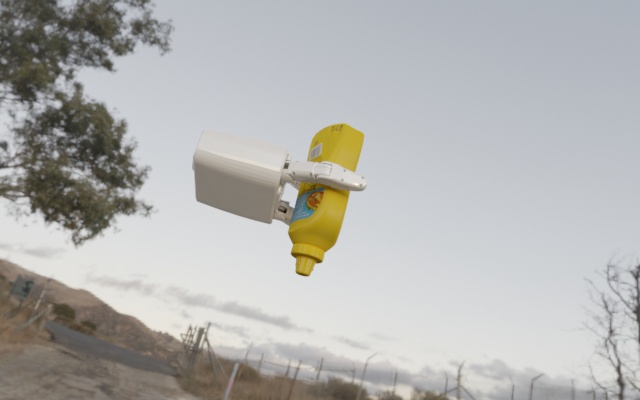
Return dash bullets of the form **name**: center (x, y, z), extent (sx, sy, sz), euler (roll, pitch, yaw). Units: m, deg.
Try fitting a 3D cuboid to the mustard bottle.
- **mustard bottle**: center (0.000, 0.002, 0.604), extent (0.058, 0.191, 0.096), euler (25, -23, -24)
